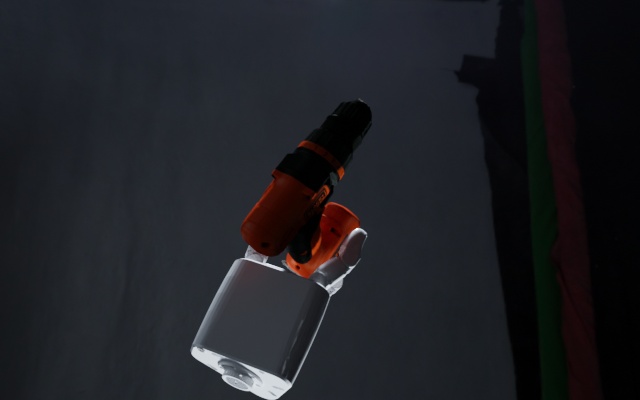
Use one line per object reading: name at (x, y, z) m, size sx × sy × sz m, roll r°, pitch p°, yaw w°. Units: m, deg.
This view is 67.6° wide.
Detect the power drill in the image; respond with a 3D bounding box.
power drill at (0.000, 0.002, 0.524) m, size 0.057 × 0.184 × 0.188 m, roll 32°, pitch -17°, yaw 23°
